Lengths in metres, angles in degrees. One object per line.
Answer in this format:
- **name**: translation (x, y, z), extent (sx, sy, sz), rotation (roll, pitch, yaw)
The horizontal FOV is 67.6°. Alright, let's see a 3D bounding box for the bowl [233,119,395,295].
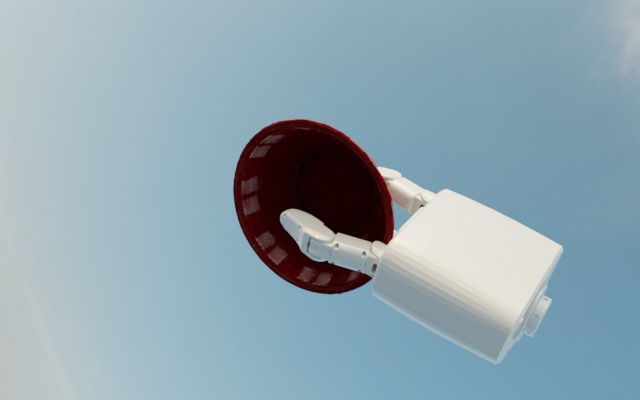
- **bowl**: translation (-0.001, 0.001, 0.437), extent (0.162, 0.162, 0.055), rotation (0, 19, 30)
